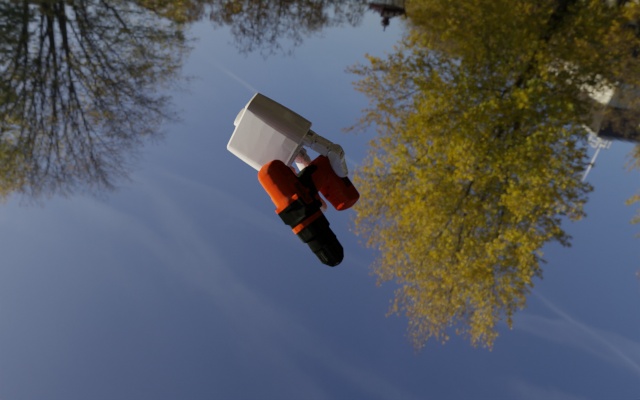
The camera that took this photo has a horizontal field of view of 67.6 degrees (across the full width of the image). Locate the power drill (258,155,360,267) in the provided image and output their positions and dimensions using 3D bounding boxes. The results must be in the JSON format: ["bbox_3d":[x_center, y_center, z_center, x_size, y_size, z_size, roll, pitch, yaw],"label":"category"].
[{"bbox_3d":[0.000,0.002,0.771,0.057,0.184,0.187,-35,-1,26],"label":"power drill"}]
